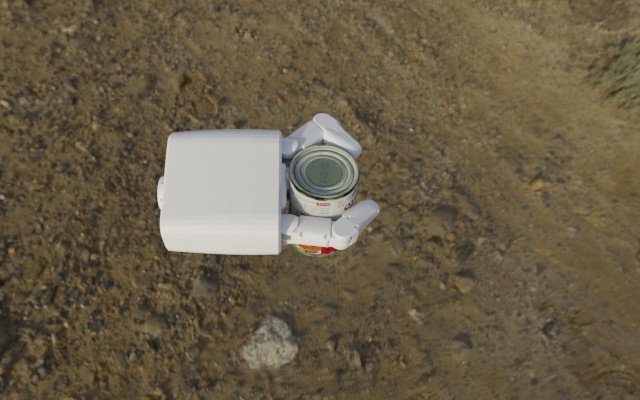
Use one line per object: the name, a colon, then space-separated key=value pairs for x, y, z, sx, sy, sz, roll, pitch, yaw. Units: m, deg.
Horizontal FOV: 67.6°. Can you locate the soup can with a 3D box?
soup can: x=0.001 y=0.002 z=0.479 sx=0.068 sy=0.068 sz=0.102 roll=0 pitch=-37 yaw=-5
